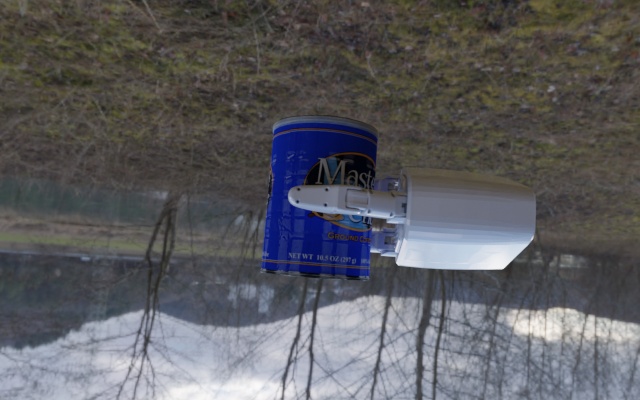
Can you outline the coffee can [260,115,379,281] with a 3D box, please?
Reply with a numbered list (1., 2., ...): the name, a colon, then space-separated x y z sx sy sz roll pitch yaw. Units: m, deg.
1. coffee can: 0.000 0.001 0.454 0.103 0.140 0.103 4 -7 1
